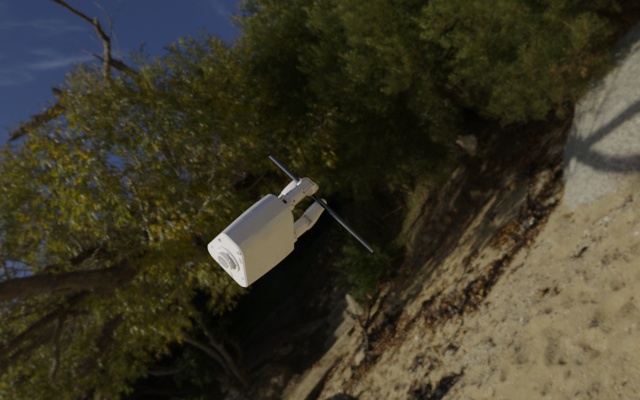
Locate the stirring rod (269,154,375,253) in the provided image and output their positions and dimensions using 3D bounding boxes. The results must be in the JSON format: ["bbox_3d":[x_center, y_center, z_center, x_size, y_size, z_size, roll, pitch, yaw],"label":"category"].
[{"bbox_3d":[0.000,0.003,0.805,0.239,0.011,0.011,43,10,12],"label":"stirring rod"}]
